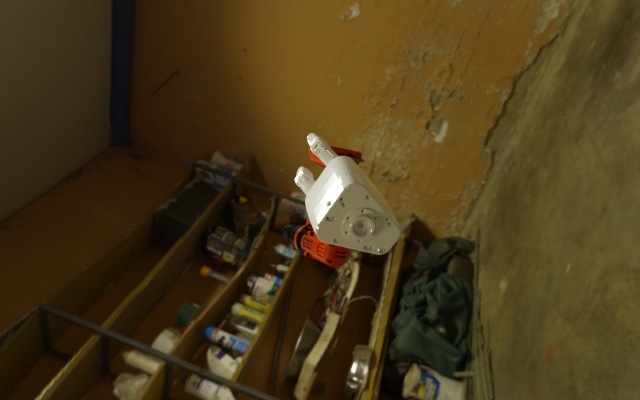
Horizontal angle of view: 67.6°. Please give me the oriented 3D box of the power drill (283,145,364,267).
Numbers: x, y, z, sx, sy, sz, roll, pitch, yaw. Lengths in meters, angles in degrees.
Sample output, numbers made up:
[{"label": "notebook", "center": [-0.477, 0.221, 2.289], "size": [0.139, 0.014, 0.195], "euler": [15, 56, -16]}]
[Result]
[{"label": "power drill", "center": [0.000, 0.002, 0.790], "size": [0.057, 0.187, 0.184], "euler": [6, 6, -31]}]
